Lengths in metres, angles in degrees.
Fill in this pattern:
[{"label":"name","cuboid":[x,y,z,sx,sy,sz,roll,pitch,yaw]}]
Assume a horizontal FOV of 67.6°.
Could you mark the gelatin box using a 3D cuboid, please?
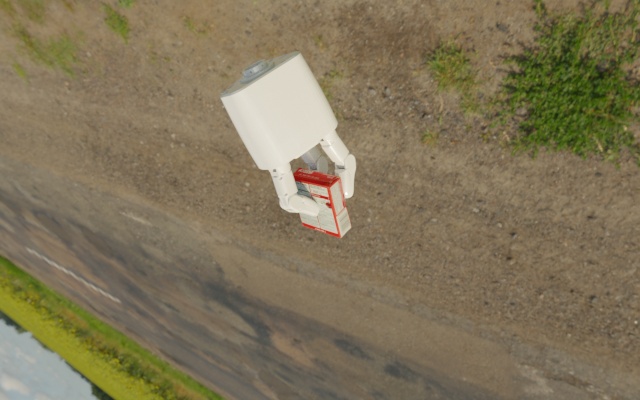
[{"label":"gelatin box","cuboid":[0.000,0.003,0.666,0.073,0.089,0.030,15,43,38]}]
